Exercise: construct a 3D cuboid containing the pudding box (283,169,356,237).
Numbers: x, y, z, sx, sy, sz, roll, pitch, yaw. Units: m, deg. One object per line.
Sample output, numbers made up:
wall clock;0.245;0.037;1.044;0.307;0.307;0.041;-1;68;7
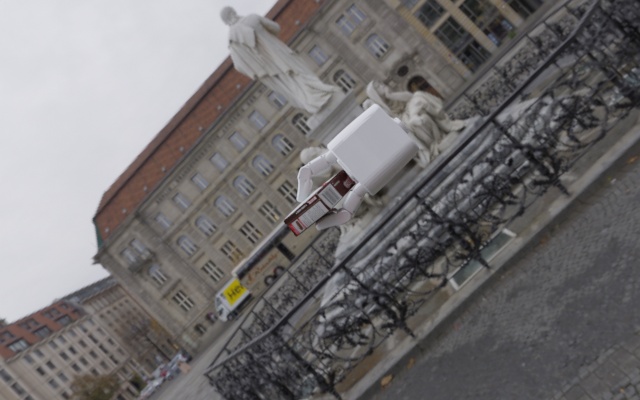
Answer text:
pudding box;0.000;0.002;0.793;0.090;0.039;0.113;-40;0;35
